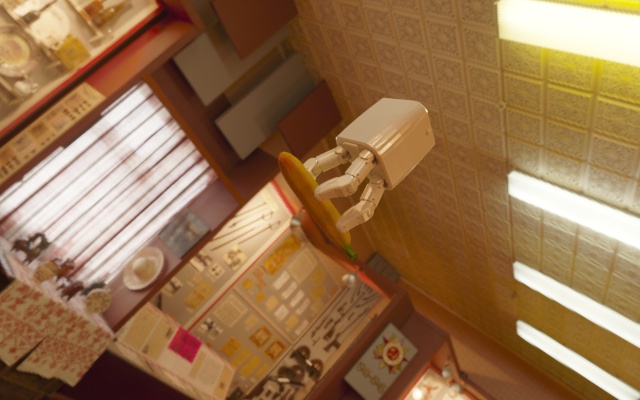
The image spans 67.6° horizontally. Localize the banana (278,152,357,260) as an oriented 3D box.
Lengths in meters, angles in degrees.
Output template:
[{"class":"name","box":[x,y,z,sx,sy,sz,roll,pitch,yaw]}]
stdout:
[{"class":"banana","box":[-0.005,0.002,0.710,0.037,0.198,0.069,-41,22,-10]}]
